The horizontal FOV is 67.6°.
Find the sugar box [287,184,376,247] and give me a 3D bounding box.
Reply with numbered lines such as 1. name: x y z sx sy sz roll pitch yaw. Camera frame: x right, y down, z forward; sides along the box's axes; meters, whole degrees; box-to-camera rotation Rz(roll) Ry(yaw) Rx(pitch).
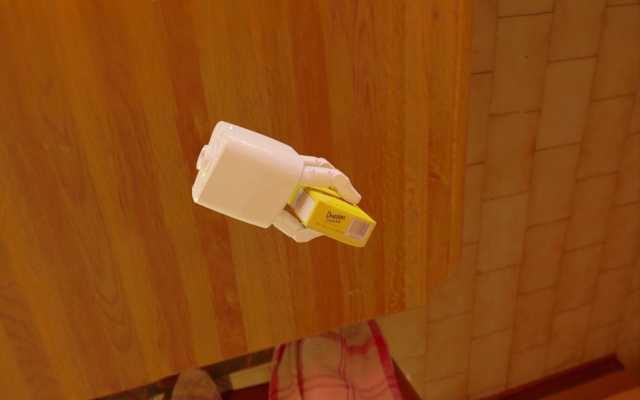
1. sugar box: 0.000 0.002 0.685 0.093 0.048 0.176 22 13 -26
